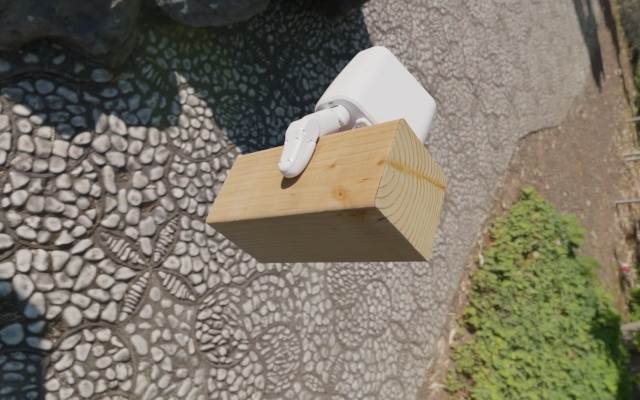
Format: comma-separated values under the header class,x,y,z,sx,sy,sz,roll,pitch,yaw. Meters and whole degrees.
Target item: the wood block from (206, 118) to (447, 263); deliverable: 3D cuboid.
class,x,y,z,sx,sy,sz,roll,pitch,yaw
wood block,0.000,0.001,0.457,0.206,0.090,0.091,-7,-40,41
